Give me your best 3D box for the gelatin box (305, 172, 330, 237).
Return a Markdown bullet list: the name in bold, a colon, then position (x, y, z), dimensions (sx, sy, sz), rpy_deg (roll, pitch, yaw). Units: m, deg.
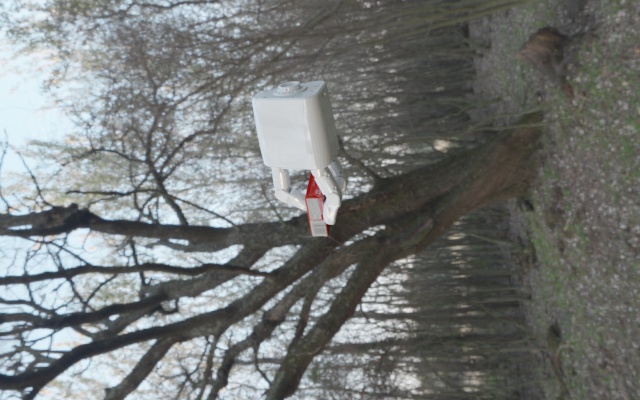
- **gelatin box**: position (0.000, 0.003, 0.775), dimensions (0.030, 0.089, 0.073), rpy_deg (0, 42, 11)
